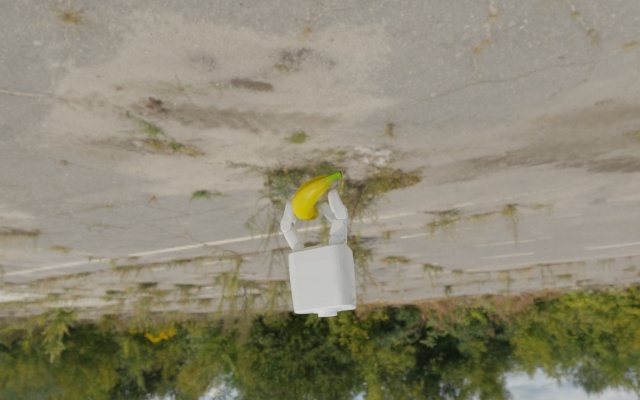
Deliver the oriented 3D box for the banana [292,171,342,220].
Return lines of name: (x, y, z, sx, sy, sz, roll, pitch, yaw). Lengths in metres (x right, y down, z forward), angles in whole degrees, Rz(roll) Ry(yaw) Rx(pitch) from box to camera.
banana: (-0.017, 0.002, 0.837, 0.069, 0.037, 0.198, -3, -19, -15)
